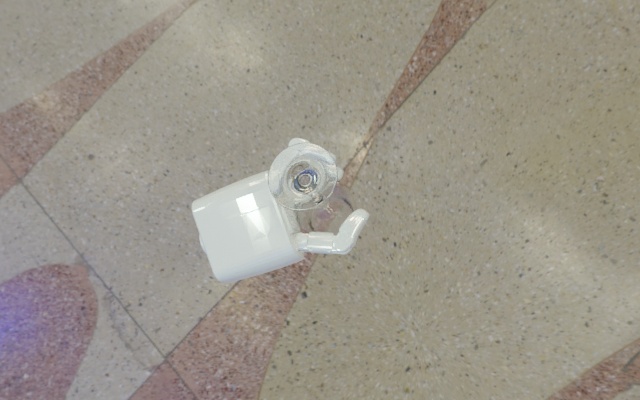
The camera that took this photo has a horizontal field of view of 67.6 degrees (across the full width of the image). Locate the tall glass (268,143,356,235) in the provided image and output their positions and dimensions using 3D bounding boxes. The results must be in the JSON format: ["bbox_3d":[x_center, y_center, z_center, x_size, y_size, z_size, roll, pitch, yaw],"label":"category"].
[{"bbox_3d":[0.000,0.002,0.584,0.079,0.079,0.201,0,-16,12],"label":"tall glass"}]
